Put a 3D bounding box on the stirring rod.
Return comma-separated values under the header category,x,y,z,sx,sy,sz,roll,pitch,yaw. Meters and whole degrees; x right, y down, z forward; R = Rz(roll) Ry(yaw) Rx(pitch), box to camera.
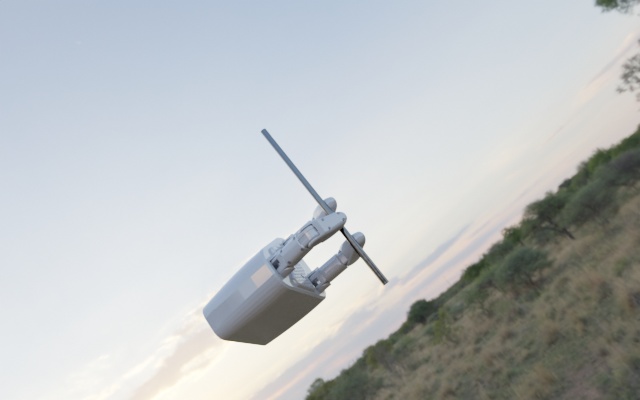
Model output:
category,x,y,z,sx,sy,sz,roll,pitch,yaw
stirring rod,0.000,0.002,0.559,0.011,0.239,0.011,-34,-19,-13
